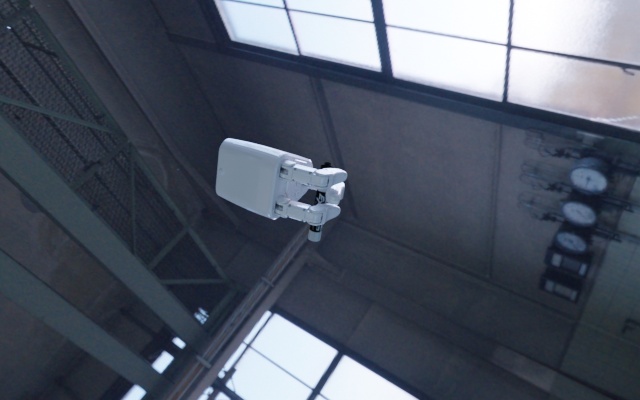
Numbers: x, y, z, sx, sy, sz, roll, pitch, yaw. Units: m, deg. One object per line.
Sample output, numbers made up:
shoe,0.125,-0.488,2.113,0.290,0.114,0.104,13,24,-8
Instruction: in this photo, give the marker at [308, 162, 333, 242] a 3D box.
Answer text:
marker,0.000,0.002,0.702,0.020,0.121,0.020,9,20,-3
